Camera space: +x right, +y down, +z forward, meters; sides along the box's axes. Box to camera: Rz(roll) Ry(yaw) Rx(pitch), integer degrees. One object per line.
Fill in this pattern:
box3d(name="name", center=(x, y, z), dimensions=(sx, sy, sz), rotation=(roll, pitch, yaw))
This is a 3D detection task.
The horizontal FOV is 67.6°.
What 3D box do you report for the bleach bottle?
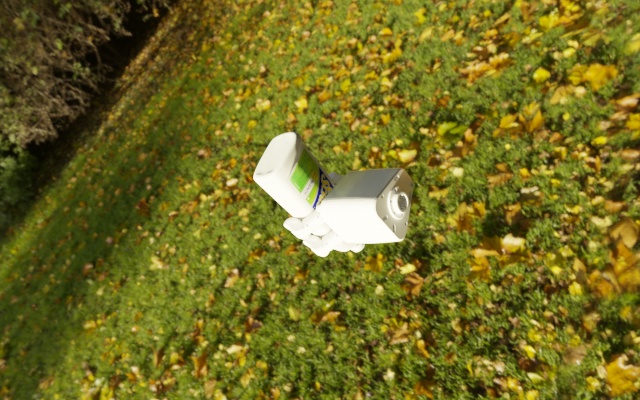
box3d(name="bleach bottle", center=(0.000, 0.003, 0.816), dimensions=(0.068, 0.102, 0.251), rotation=(-6, -40, 43))
